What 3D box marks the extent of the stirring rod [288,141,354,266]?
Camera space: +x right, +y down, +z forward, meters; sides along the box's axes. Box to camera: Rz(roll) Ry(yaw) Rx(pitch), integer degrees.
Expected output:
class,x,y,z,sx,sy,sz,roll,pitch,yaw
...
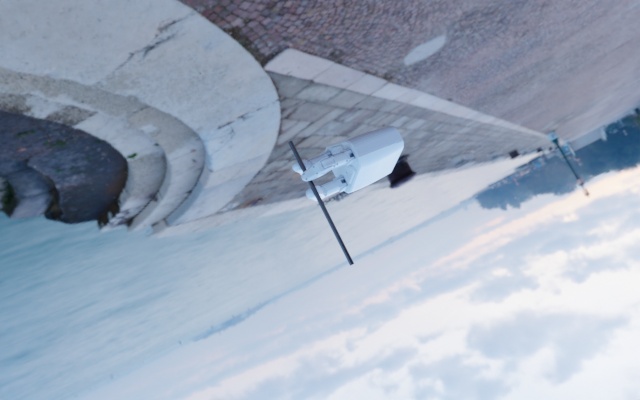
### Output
class,x,y,z,sx,sy,sz,roll,pitch,yaw
stirring rod,0.000,0.003,0.826,0.011,0.239,0.011,-26,-8,-4
